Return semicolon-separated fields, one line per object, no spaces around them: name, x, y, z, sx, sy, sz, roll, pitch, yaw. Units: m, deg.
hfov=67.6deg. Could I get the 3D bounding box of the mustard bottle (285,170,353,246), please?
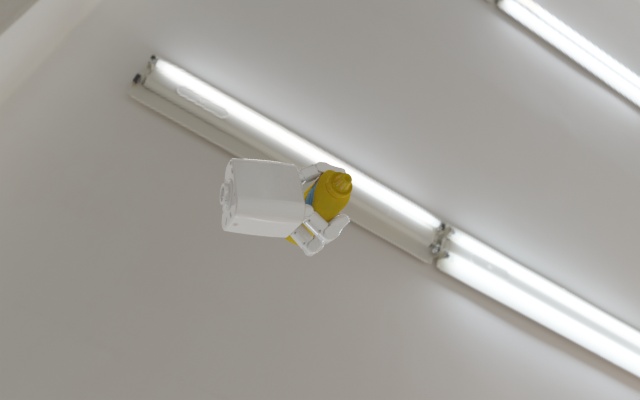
mustard bottle;0.000;0.003;0.786;0.058;0.096;0.192;29;-32;-12
